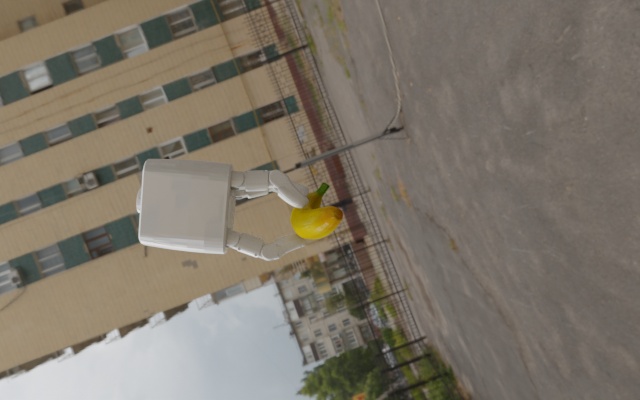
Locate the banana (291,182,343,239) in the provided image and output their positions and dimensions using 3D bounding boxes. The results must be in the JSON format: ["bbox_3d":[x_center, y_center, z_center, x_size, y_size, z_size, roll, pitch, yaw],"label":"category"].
[{"bbox_3d":[-0.010,0.017,0.616,0.037,0.069,0.197,31,8,-11],"label":"banana"}]
